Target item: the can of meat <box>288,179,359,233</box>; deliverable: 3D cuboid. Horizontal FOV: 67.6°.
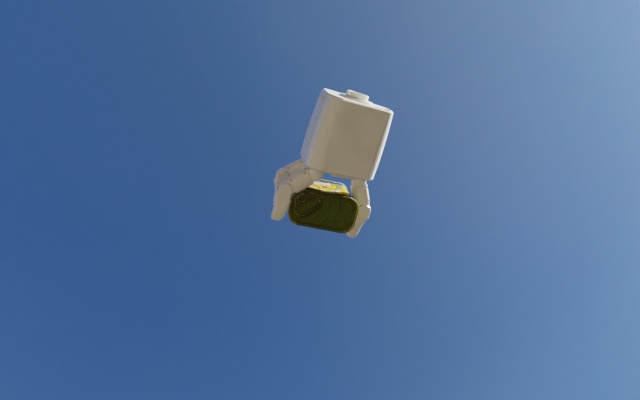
[{"bbox_3d":[0.000,0.002,0.735,0.102,0.057,0.084,11,18,-11],"label":"can of meat"}]
